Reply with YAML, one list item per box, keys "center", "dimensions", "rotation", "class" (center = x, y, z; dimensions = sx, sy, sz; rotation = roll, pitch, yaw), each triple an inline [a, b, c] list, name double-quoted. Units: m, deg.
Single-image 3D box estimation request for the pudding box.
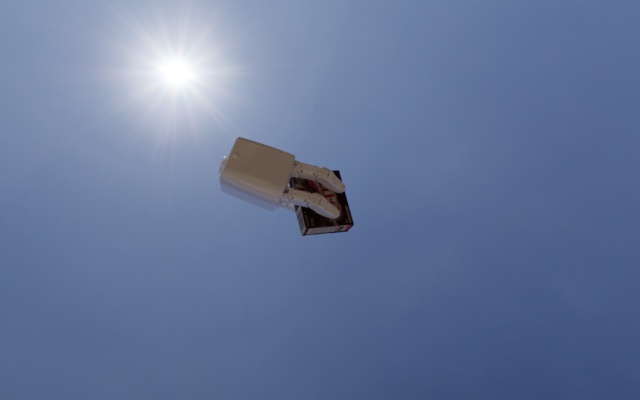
- center: [0.000, 0.003, 0.838]
  dimensions: [0.090, 0.113, 0.039]
  rotation: [-5, -24, -21]
  class: "pudding box"
